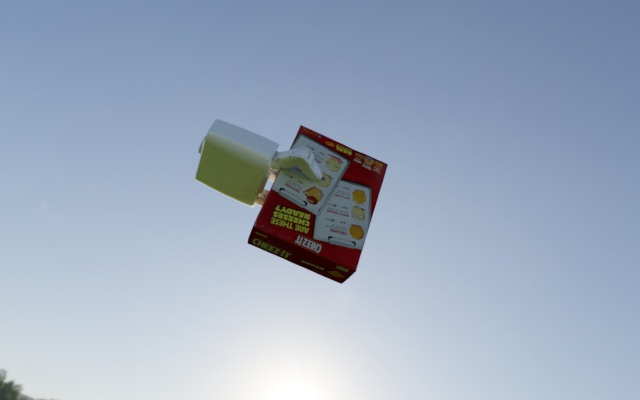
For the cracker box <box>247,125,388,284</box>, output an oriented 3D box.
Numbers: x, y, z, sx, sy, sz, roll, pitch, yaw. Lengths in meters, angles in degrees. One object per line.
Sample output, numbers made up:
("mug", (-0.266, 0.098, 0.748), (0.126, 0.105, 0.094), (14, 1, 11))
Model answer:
("cracker box", (0.000, 0.002, 0.763), (0.164, 0.213, 0.072), (24, -34, -4))
